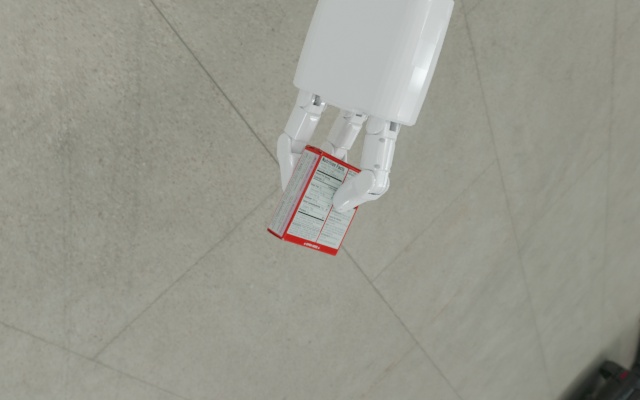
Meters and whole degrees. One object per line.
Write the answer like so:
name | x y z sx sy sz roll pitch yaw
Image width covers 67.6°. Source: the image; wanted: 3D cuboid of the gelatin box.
gelatin box | 0.000 0.002 0.453 0.073 0.089 0.030 22 3 -43
